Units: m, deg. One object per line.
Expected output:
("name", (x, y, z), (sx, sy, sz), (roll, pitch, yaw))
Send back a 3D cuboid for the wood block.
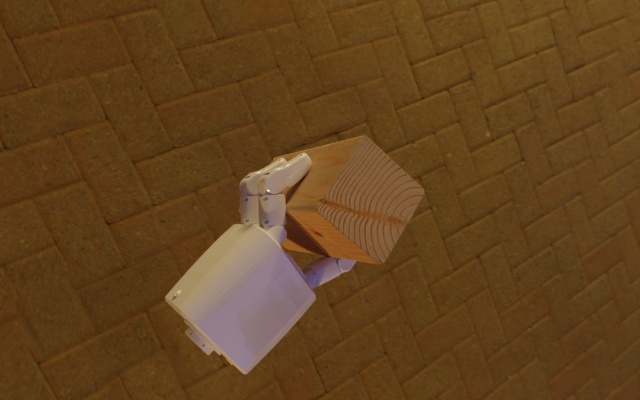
("wood block", (0.000, 0.002, 0.527), (0.091, 0.090, 0.206), (40, -19, -22))
